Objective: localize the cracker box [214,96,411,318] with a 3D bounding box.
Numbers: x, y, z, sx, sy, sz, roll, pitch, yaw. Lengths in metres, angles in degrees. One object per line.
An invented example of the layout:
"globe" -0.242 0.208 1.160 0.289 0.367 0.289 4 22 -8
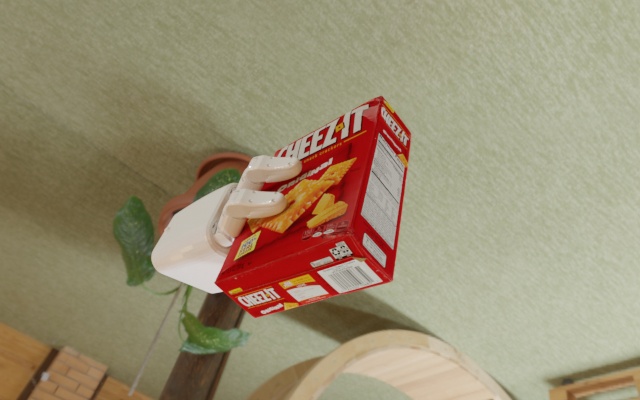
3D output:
"cracker box" 0.000 0.002 0.496 0.164 0.213 0.072 -23 -57 33
